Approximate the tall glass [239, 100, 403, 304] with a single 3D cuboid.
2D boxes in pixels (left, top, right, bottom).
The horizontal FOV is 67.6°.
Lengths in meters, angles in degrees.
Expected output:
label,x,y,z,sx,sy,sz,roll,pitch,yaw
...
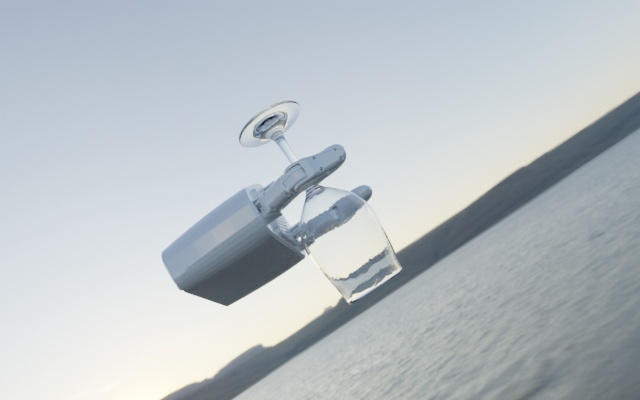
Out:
label,x,y,z,sx,sy,sz,roll,pitch,yaw
tall glass,0.000,0.001,0.476,0.079,0.201,0.079,-32,-13,-8
